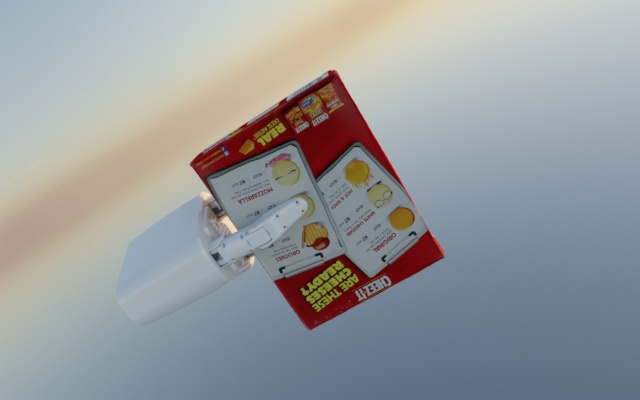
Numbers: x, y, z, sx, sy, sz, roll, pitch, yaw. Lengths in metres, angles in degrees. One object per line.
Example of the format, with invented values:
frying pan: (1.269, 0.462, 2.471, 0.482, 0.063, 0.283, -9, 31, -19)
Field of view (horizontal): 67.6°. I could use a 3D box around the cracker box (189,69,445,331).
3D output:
cracker box: (0.000, 0.002, 0.489, 0.164, 0.214, 0.072, -30, 16, 10)
